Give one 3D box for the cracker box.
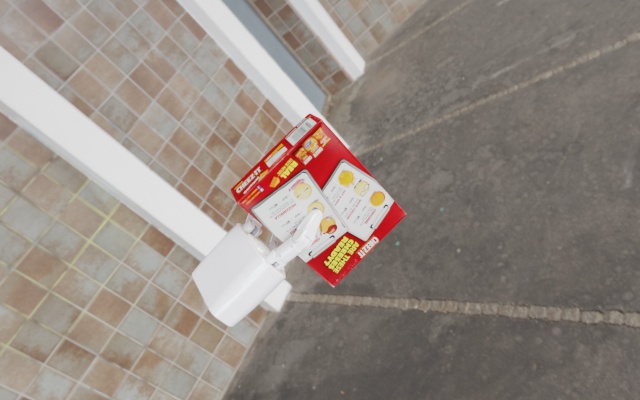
[{"bbox_3d":[0.000,0.002,0.717,0.214,0.164,0.072,44,1,-29],"label":"cracker box"}]
